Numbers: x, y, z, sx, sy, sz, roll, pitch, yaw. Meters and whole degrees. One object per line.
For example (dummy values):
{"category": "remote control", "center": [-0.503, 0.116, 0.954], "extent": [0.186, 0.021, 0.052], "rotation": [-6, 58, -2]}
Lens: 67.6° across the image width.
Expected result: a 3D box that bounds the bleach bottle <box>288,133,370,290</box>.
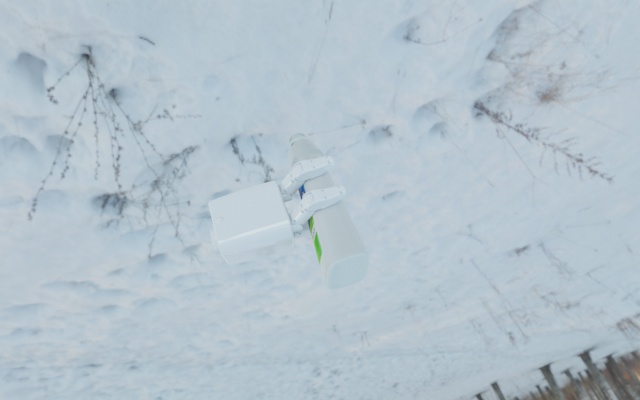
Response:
{"category": "bleach bottle", "center": [0.000, 0.002, 0.731], "extent": [0.068, 0.250, 0.103], "rotation": [-15, -32, -10]}
